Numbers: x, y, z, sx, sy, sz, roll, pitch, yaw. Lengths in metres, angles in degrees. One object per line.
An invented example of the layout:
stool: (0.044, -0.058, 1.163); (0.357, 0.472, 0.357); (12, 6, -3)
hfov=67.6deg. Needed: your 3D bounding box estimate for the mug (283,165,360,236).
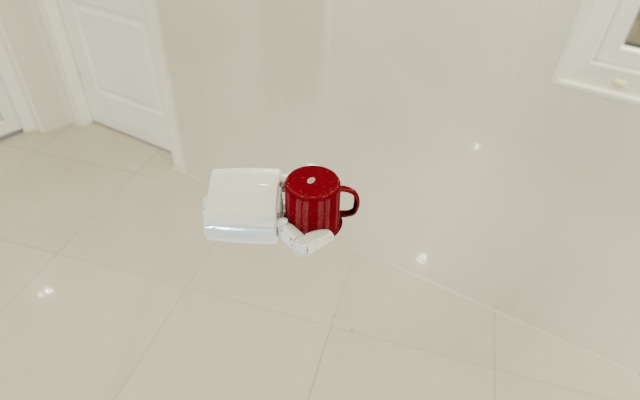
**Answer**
mug: (0.002, 0.002, 0.710); (0.117, 0.082, 0.093); (1, 40, 0)
